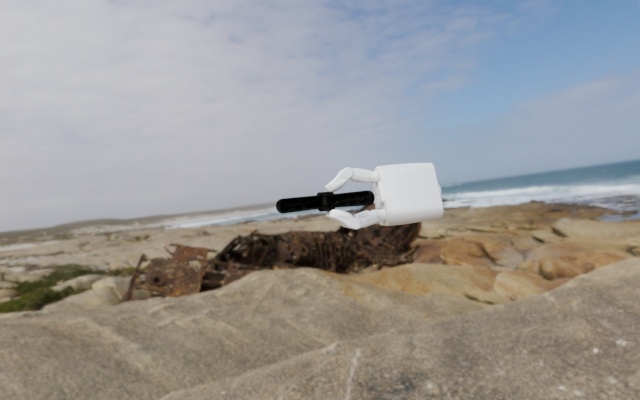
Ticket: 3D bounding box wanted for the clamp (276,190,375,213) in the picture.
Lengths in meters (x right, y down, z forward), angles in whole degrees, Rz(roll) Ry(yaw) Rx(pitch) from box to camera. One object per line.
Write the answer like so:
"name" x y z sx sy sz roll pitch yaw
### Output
"clamp" 0.000 0.002 0.880 0.164 0.036 0.210 -5 0 -5
